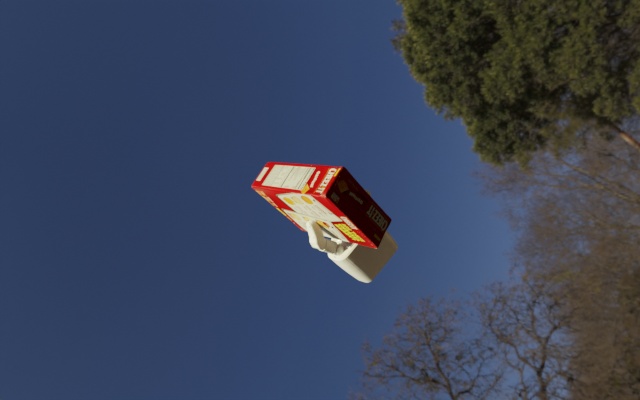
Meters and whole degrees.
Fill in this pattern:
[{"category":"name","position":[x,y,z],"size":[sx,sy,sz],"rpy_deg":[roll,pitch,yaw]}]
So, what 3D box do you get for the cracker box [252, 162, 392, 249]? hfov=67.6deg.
[{"category":"cracker box","position":[0.000,0.003,0.879],"size":[0.213,0.072,0.164],"rpy_deg":[8,-28,48]}]
